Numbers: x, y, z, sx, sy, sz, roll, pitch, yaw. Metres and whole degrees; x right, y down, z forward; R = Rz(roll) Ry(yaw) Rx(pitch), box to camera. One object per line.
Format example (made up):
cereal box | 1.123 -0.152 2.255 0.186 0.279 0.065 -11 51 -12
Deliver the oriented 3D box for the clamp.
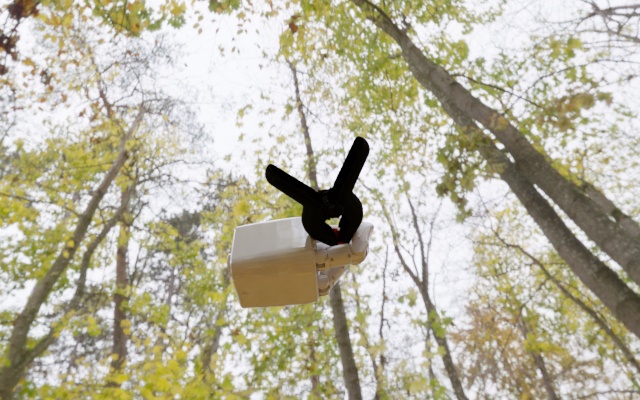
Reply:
clamp | 0.000 0.002 0.580 0.120 0.172 0.039 -7 43 -3
